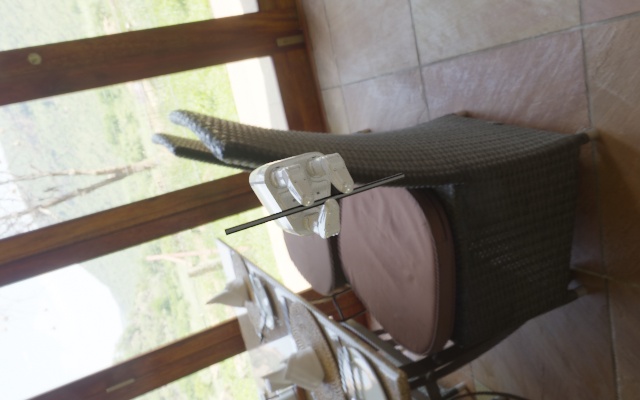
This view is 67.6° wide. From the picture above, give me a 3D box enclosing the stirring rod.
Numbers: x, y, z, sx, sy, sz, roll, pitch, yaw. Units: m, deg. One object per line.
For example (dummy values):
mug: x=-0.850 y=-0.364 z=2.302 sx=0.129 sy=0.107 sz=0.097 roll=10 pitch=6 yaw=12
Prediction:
stirring rod: x=0.000 y=0.002 z=0.581 sx=0.239 sy=0.011 sz=0.011 roll=-18 pitch=6 yaw=-21
